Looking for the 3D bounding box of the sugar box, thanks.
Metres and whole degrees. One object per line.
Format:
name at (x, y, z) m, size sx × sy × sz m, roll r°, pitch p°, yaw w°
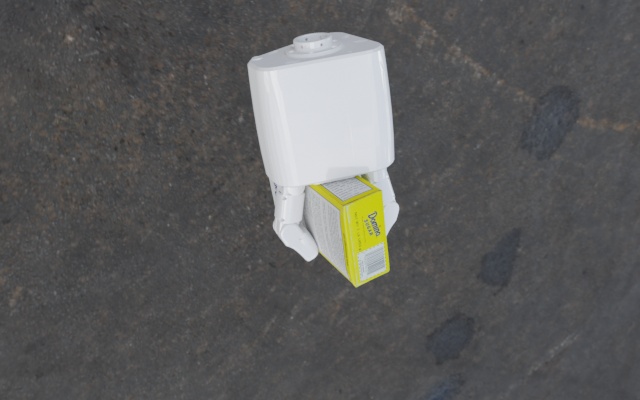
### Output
sugar box at (0.001, 0.001, 0.486) m, size 0.048 × 0.093 × 0.176 m, roll -21°, pitch 33°, yaw -19°
